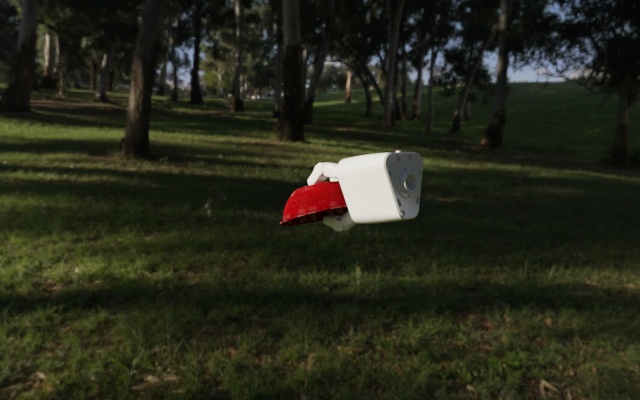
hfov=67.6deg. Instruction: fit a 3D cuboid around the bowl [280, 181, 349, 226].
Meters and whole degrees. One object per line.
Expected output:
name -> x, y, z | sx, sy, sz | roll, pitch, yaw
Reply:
bowl -> -0.001, 0.003, 0.873 | 0.162, 0.055, 0.162 | -12, -8, -2
